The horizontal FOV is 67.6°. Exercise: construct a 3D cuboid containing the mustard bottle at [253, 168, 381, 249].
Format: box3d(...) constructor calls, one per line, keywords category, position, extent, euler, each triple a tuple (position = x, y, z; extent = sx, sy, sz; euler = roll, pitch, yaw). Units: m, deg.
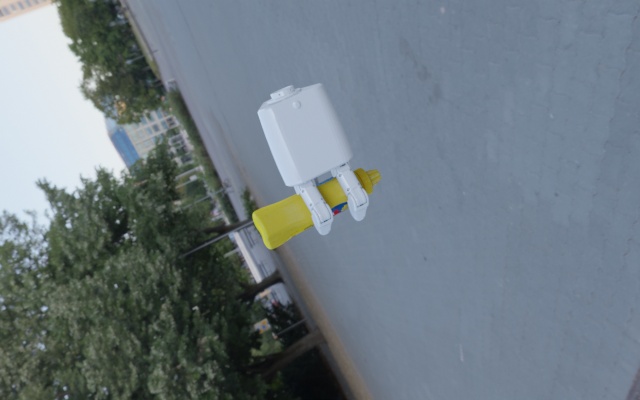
box3d(category="mustard bottle", position=(0.000, 0.003, 0.680), extent=(0.191, 0.058, 0.096), euler=(-26, -7, -11))
